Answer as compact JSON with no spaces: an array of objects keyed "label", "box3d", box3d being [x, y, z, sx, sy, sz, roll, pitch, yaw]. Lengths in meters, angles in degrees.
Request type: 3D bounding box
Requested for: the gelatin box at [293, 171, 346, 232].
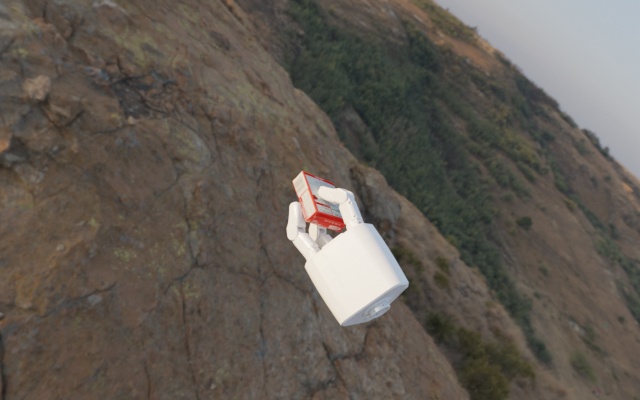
[{"label":"gelatin box","box3d":[0.000,0.002,0.763,0.073,0.089,0.030,19,-52,-41]}]
